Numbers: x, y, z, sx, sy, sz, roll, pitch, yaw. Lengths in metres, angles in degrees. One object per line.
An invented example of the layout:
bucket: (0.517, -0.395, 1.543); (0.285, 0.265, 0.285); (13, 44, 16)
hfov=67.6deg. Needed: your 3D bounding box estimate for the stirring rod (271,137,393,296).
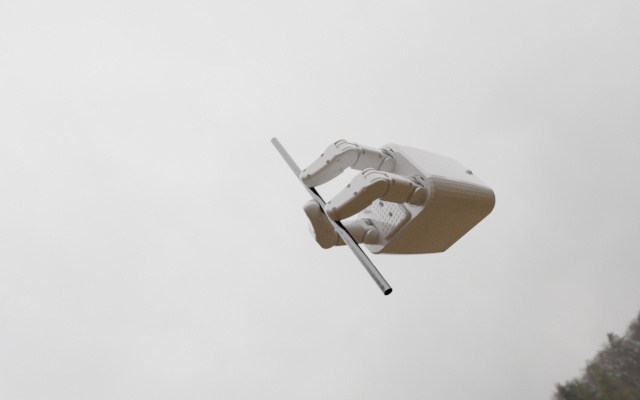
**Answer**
stirring rod: (0.000, 0.002, 0.449); (0.011, 0.011, 0.239); (0, 35, -32)
